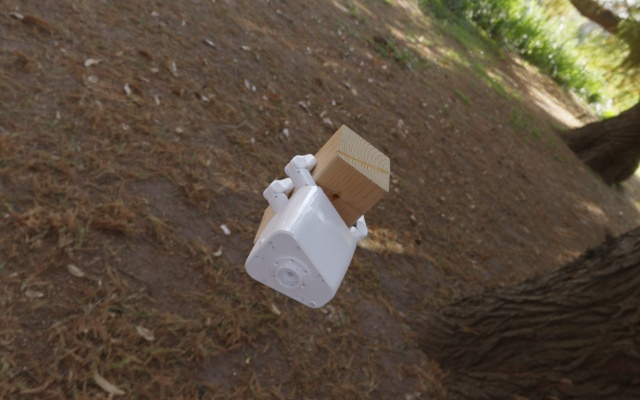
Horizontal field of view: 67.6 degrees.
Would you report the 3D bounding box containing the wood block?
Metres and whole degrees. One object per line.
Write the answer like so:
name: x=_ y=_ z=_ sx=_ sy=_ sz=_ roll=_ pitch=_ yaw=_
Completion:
wood block: x=0.000 y=0.003 z=0.707 sx=0.091 sy=0.206 sz=0.090 roll=35 pitch=34 yaw=-16
